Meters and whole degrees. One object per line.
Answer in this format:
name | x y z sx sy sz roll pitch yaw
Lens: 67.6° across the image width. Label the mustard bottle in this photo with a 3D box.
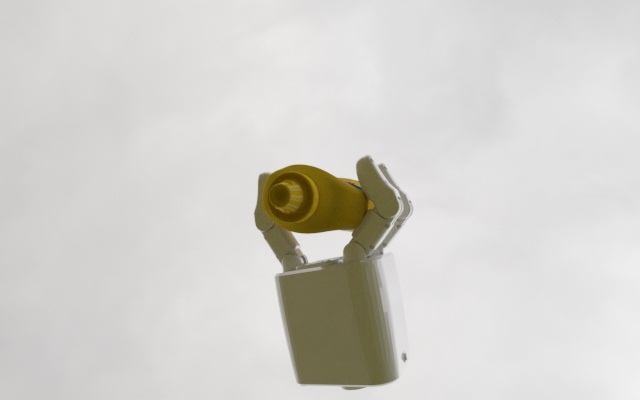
mustard bottle | 0.000 0.001 0.445 0.096 0.058 0.191 13 2 19
